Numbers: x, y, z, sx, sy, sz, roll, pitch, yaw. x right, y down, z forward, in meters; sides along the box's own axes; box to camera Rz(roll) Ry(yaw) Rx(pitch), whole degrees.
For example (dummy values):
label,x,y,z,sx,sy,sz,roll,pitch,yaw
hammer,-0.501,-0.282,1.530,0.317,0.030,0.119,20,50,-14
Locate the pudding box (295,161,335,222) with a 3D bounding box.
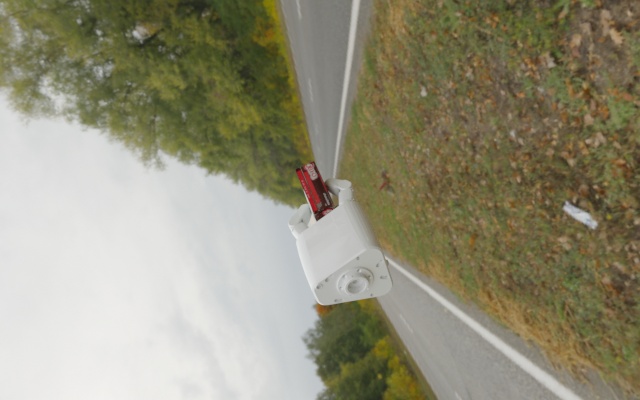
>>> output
label,x,y,z,sx,sy,sz,roll,pitch,yaw
pudding box,0.000,0.003,0.773,0.039,0.090,0.113,-22,-27,-1
